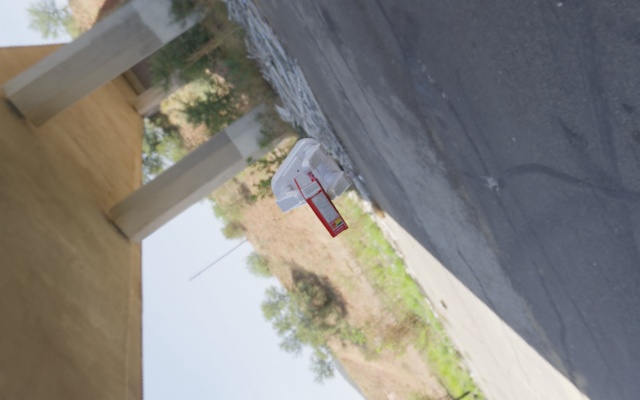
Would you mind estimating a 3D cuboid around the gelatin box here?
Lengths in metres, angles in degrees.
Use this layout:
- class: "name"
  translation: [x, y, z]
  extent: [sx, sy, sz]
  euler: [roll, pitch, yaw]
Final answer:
- class: "gelatin box"
  translation: [0.000, 0.003, 0.674]
  extent: [0.030, 0.073, 0.089]
  euler: [-34, 26, 1]
